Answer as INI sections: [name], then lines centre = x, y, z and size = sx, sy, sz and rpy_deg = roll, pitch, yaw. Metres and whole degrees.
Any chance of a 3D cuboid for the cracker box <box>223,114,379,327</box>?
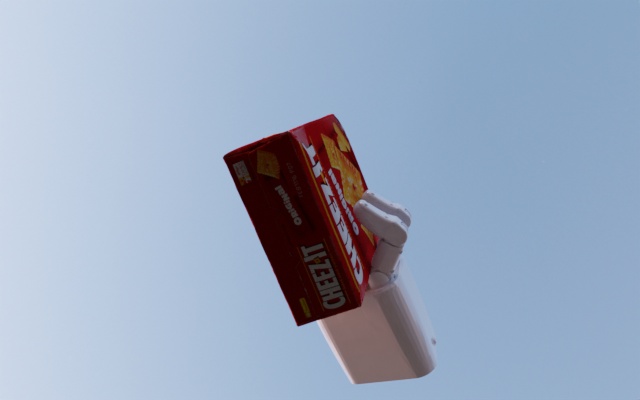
[cracker box]
centre = 0.000, 0.002, 0.495
size = 0.072, 0.164, 0.213
rpy_deg = -21, 9, 16
